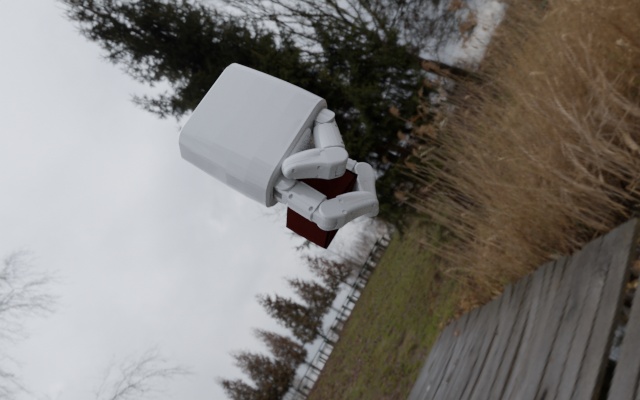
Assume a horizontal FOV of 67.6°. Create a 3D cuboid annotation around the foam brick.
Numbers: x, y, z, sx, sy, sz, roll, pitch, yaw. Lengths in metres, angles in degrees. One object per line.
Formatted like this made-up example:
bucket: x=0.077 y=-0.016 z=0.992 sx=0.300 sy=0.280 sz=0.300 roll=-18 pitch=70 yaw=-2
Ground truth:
foam brick: x=0.000 y=0.002 z=0.495 sx=0.051 sy=0.053 sz=0.078 roll=26 pitch=-35 yaw=12
